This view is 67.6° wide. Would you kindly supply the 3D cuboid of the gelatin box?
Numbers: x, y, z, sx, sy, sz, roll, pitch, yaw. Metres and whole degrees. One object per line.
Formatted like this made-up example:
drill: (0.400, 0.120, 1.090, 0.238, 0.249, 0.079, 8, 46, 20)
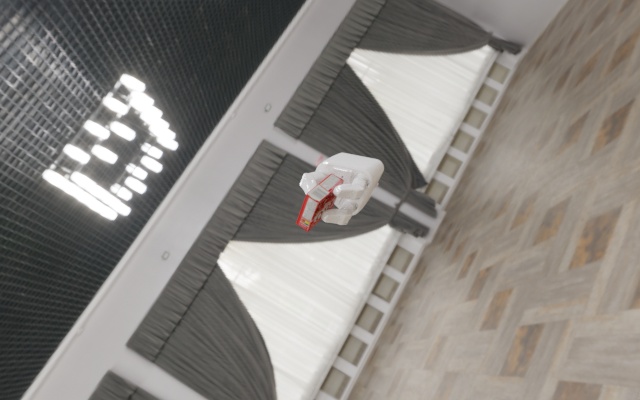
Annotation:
gelatin box: (0.000, 0.003, 0.836, 0.030, 0.073, 0.089, 34, 40, 14)
